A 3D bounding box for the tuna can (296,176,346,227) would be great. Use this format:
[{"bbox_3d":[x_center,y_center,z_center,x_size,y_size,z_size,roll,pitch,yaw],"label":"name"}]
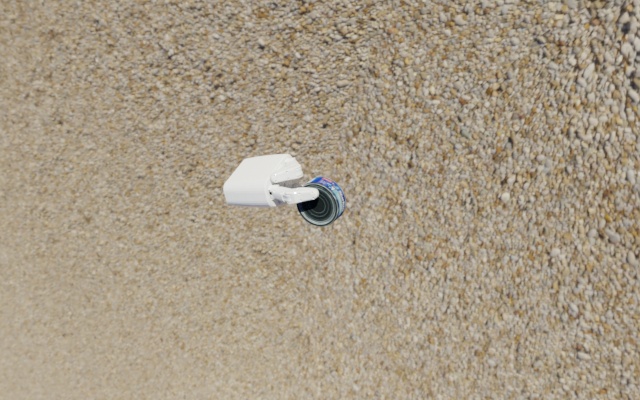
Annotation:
[{"bbox_3d":[0.000,0.003,0.847,0.086,0.086,0.033,0,21,28],"label":"tuna can"}]
